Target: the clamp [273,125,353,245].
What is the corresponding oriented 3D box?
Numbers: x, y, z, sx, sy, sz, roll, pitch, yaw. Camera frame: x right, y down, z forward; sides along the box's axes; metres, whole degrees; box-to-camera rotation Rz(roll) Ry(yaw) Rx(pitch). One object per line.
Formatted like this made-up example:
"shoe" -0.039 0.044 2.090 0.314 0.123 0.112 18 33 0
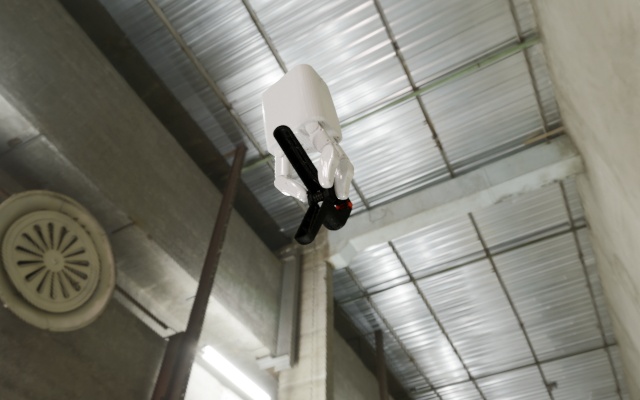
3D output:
"clamp" 0.000 0.002 0.690 0.036 0.164 0.210 -18 -24 20
